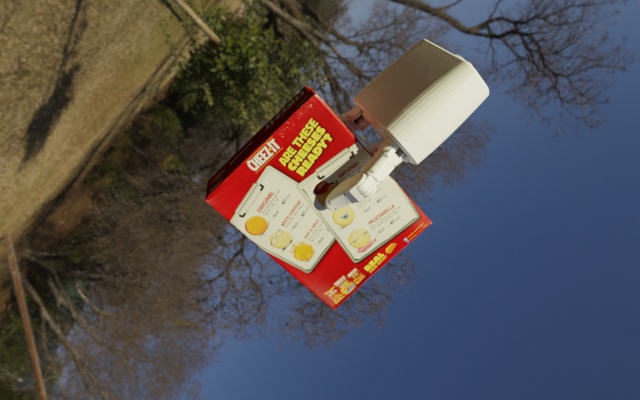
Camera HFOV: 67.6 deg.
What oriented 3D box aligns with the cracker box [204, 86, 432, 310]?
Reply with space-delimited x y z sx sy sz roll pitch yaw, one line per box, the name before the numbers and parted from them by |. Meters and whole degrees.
cracker box | 0.000 0.002 0.561 0.214 0.164 0.072 44 7 -23
